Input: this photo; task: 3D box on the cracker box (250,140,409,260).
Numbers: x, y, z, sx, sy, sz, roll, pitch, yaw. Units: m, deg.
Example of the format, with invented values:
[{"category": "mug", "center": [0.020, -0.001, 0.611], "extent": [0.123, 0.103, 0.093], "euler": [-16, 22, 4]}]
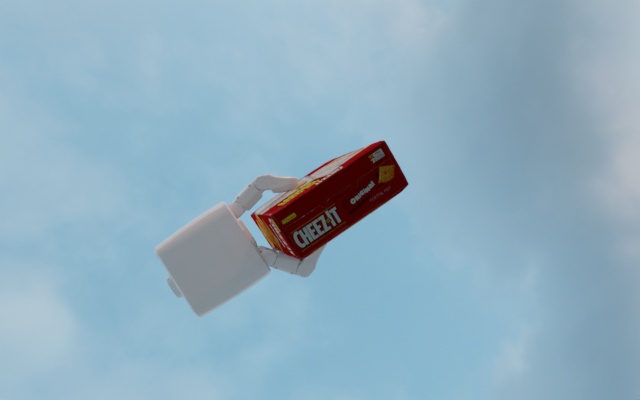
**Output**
[{"category": "cracker box", "center": [0.000, 0.002, 0.647], "extent": [0.164, 0.072, 0.213], "euler": [-34, 8, -13]}]
